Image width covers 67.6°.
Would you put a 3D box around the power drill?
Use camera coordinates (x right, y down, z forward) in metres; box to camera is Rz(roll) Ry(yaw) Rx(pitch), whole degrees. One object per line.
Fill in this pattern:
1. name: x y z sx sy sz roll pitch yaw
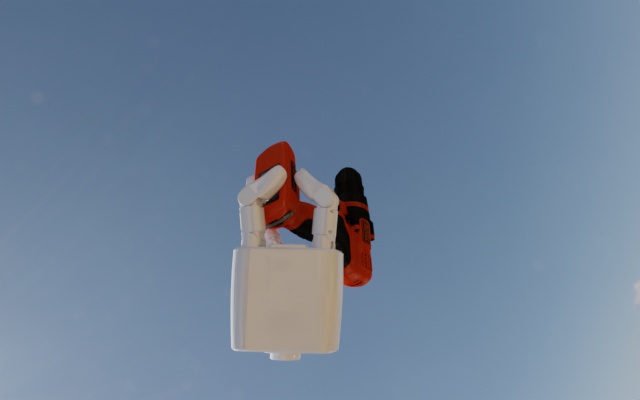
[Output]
1. power drill: 0.000 0.002 0.615 0.057 0.184 0.188 -29 -42 31
